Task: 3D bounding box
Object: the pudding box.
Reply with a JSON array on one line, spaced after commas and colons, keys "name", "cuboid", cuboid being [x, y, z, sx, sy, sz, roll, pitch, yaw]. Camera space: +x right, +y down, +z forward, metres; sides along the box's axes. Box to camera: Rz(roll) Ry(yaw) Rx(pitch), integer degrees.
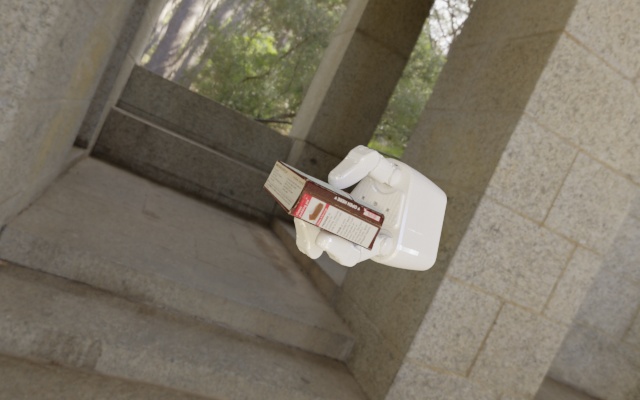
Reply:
[{"name": "pudding box", "cuboid": [0.000, 0.001, 0.469, 0.090, 0.039, 0.113, 24, 3, -22]}]
